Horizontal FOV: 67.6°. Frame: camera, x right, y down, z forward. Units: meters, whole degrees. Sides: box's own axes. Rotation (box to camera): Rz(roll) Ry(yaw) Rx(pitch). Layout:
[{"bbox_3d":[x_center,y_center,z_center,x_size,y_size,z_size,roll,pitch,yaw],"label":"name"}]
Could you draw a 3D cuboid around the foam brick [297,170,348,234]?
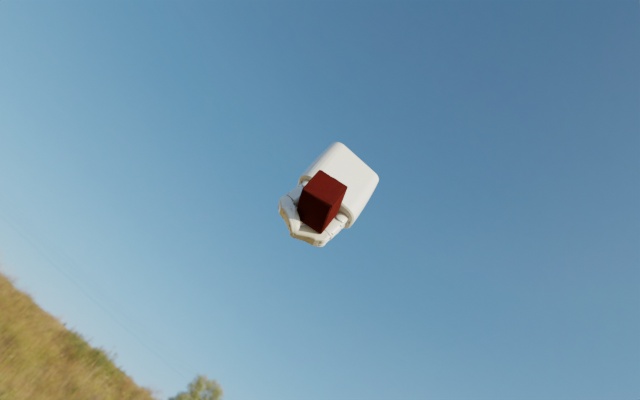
[{"bbox_3d":[0.000,0.002,0.731,0.053,0.051,0.078,33,-36,10],"label":"foam brick"}]
